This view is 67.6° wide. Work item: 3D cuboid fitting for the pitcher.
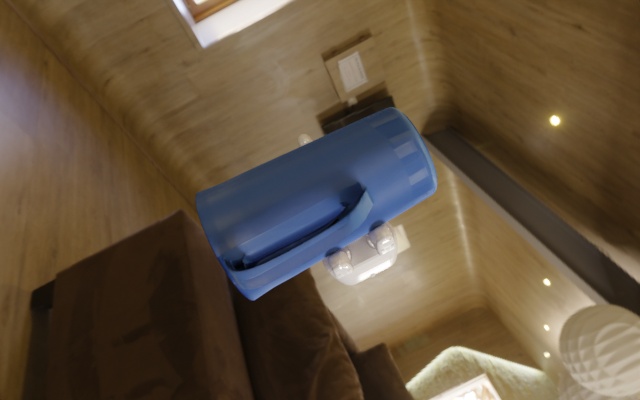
[{"bbox_3d":[0.000,0.002,0.516,0.243,0.149,0.145,-28,-25,1],"label":"pitcher"}]
